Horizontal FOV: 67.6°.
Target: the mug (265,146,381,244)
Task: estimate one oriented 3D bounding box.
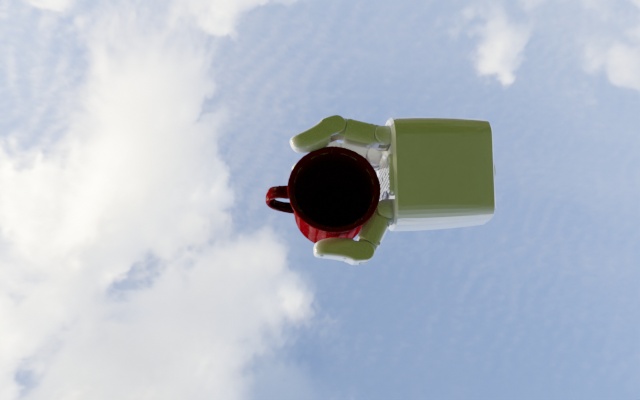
[{"bbox_3d":[-0.001,0.002,0.511,0.117,0.093,0.081,-1,-20,-3],"label":"mug"}]
